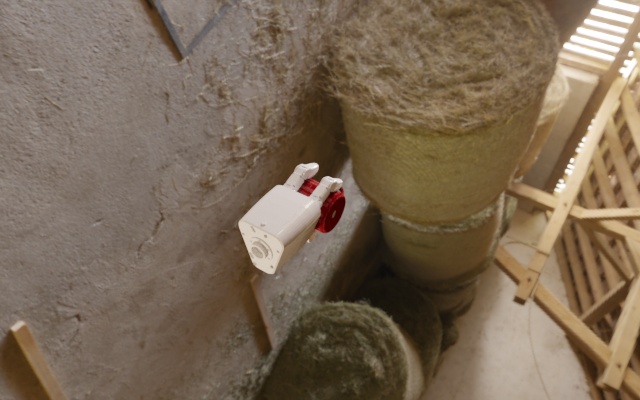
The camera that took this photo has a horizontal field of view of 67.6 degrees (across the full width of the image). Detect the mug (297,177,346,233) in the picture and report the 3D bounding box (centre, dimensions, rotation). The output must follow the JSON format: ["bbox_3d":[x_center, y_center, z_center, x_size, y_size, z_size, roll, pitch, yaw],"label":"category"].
[{"bbox_3d":[0.001,0.002,0.898,0.081,0.093,0.117,26,48,22],"label":"mug"}]
